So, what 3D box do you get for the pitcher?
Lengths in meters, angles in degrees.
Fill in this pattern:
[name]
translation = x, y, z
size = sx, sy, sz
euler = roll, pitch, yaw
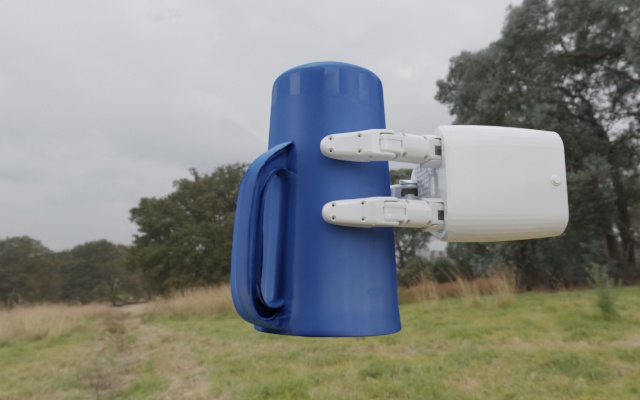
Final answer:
[pitcher]
translation = 0.000, 0.001, 0.440
size = 0.145, 0.243, 0.149
euler = 0, -8, -3
